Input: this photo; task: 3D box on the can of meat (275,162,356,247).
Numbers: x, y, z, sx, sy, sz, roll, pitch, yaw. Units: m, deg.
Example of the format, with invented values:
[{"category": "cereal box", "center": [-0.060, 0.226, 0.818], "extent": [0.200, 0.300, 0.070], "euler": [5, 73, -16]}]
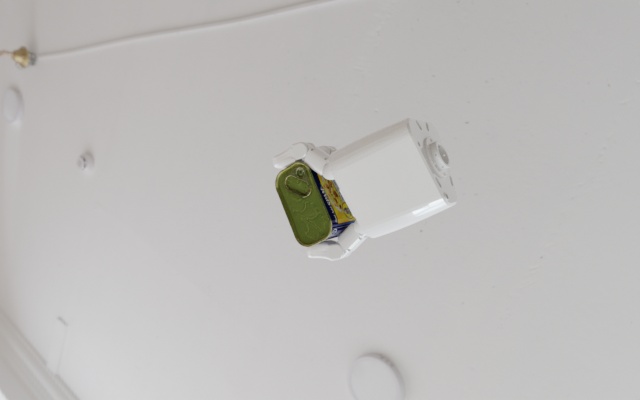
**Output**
[{"category": "can of meat", "center": [0.000, 0.002, 0.614], "extent": [0.057, 0.102, 0.084], "euler": [-29, -12, 32]}]
